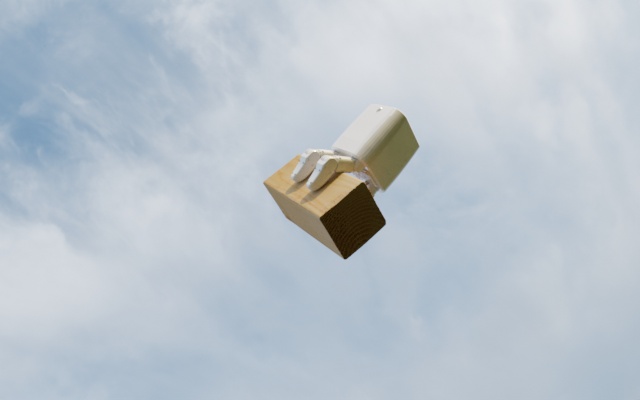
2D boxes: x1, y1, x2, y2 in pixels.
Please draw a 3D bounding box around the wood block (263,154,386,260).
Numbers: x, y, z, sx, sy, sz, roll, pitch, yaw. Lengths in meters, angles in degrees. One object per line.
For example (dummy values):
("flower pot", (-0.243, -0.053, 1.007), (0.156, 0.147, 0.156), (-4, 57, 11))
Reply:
("wood block", (0.000, 0.002, 0.782), (0.090, 0.091, 0.206), (-40, 31, -13))
